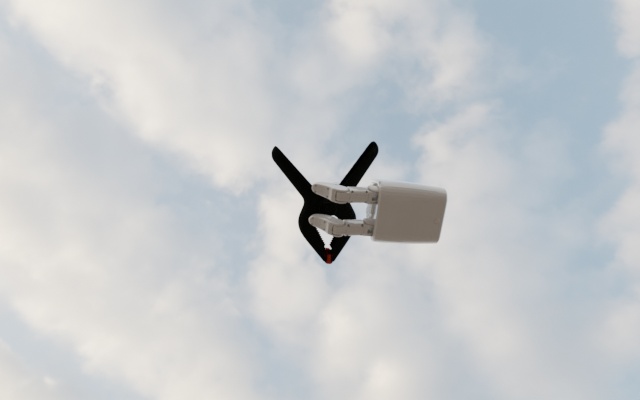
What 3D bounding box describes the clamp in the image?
[{"bbox_3d":[0.000,0.003,0.767,0.164,0.210,0.036,4,21,-4],"label":"clamp"}]
